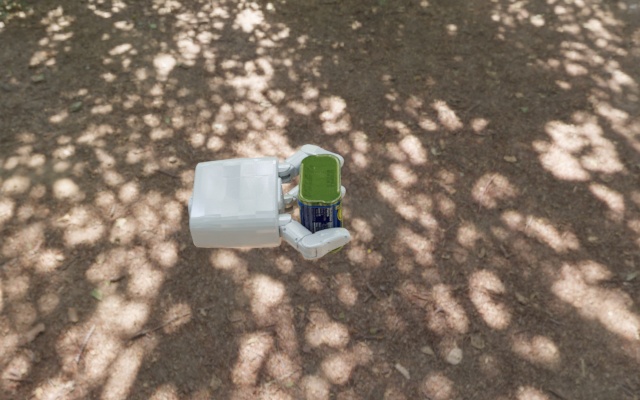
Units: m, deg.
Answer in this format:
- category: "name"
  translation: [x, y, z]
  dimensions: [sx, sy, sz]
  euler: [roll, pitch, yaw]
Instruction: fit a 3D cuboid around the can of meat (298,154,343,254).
- category: "can of meat"
  translation: [0.000, 0.002, 0.604]
  dimensions: [0.057, 0.084, 0.102]
  euler: [-1, 41, 1]
